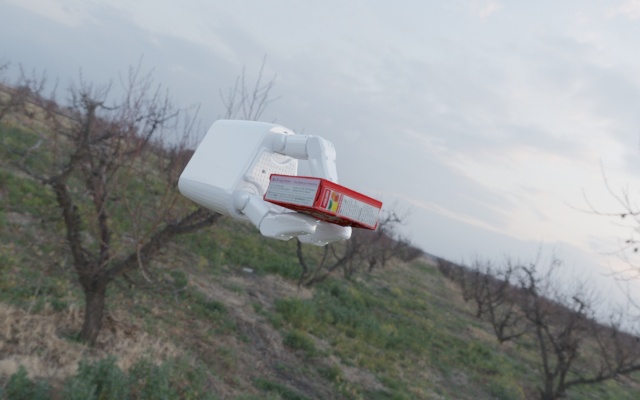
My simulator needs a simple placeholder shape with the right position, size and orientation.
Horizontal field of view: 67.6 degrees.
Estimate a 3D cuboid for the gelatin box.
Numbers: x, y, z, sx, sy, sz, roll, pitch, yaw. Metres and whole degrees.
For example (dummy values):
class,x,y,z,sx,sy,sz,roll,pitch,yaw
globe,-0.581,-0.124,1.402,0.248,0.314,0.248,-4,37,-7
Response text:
class,x,y,z,sx,sy,sz,roll,pitch,yaw
gelatin box,0.000,0.001,0.441,0.073,0.030,0.089,21,-8,-36
